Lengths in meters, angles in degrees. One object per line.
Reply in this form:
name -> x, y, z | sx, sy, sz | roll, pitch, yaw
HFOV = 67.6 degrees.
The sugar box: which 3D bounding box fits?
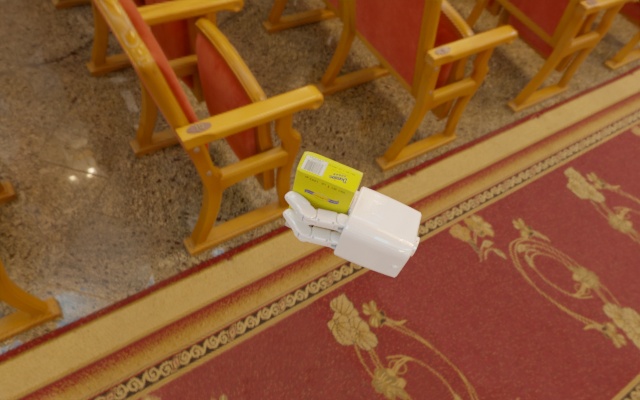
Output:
sugar box -> 0.000, 0.003, 0.759 | 0.093, 0.048, 0.176 | 23, -34, 4
